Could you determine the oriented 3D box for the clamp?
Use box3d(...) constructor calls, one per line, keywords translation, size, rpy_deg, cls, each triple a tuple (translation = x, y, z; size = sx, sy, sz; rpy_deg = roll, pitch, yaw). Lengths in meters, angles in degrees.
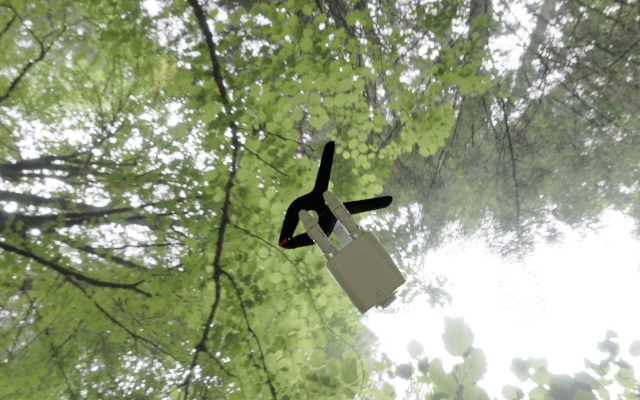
box3d(translation=(0.000, 0.004, 0.857), size=(0.210, 0.164, 0.036), rpy_deg=(-38, -22, 4), cls="clamp")
